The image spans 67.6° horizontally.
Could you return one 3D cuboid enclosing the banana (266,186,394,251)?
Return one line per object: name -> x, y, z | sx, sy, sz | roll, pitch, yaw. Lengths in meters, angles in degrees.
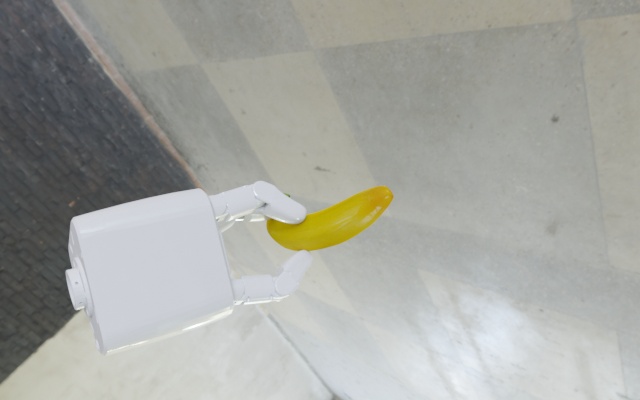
banana -> -0.007, 0.019, 0.484 | 0.037, 0.069, 0.198 | 24, -14, -32
